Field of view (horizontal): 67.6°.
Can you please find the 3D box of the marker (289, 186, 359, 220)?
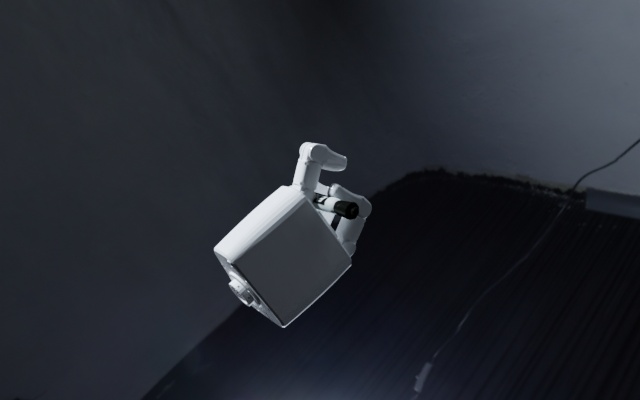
[{"bbox_3d":[0.000,0.002,0.527,0.020,0.020,0.121,0,10,-37],"label":"marker"}]
